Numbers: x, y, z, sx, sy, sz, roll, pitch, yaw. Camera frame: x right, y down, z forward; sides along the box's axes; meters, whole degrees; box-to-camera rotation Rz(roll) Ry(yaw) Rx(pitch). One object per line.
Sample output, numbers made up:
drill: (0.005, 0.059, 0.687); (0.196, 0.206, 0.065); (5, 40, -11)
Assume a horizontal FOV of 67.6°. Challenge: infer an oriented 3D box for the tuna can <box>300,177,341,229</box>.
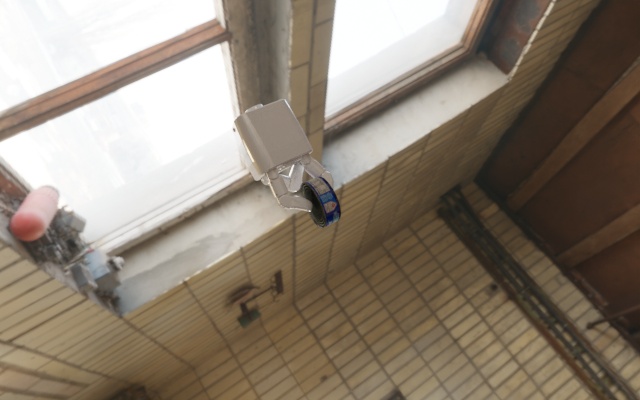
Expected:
tuna can: (0.001, 0.003, 0.823); (0.034, 0.086, 0.086); (-25, 8, -18)
